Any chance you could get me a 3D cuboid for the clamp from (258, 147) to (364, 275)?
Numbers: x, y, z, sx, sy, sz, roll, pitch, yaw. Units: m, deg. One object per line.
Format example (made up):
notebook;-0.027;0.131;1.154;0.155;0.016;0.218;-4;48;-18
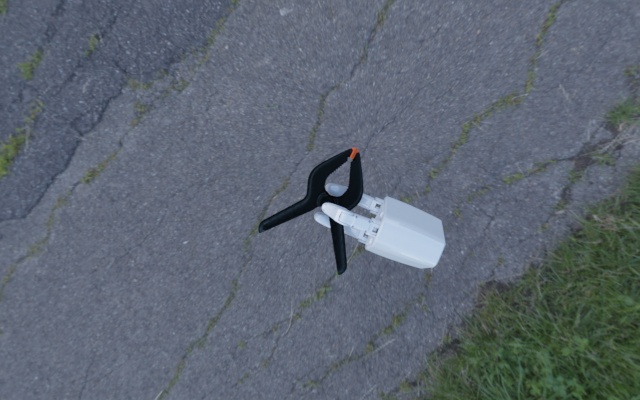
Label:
clamp;0.001;0.002;0.796;0.164;0.210;0.036;21;8;-2
